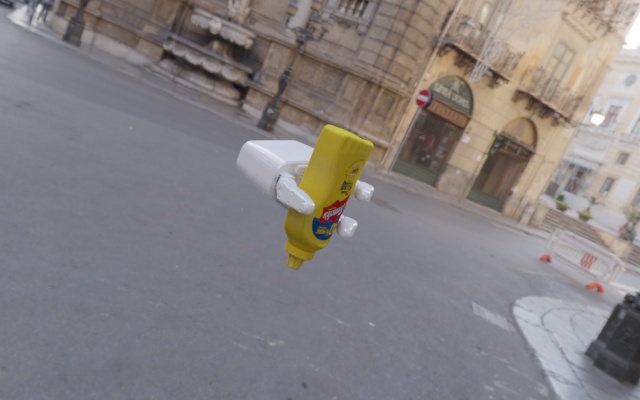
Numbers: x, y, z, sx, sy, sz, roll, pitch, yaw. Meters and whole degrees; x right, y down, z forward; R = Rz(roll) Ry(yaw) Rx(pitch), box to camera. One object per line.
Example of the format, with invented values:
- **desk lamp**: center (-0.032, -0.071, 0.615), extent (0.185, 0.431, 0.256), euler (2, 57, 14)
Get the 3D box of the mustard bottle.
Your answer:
- **mustard bottle**: center (0.000, 0.002, 0.616), extent (0.058, 0.192, 0.096), euler (29, 12, 22)
